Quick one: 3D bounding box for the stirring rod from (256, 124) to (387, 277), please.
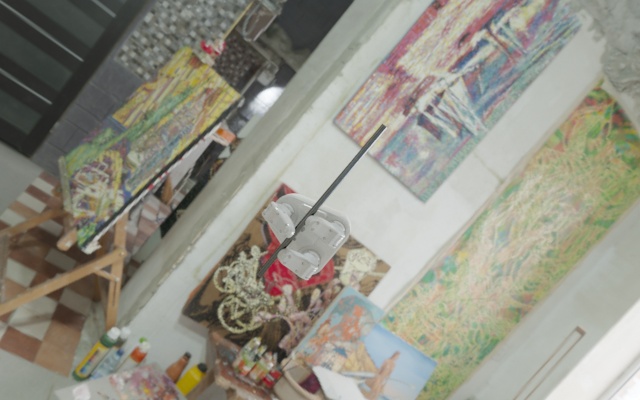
[{"bbox_3d":[0.000,0.002,0.585,0.011,0.239,0.011,40,6,-5],"label":"stirring rod"}]
